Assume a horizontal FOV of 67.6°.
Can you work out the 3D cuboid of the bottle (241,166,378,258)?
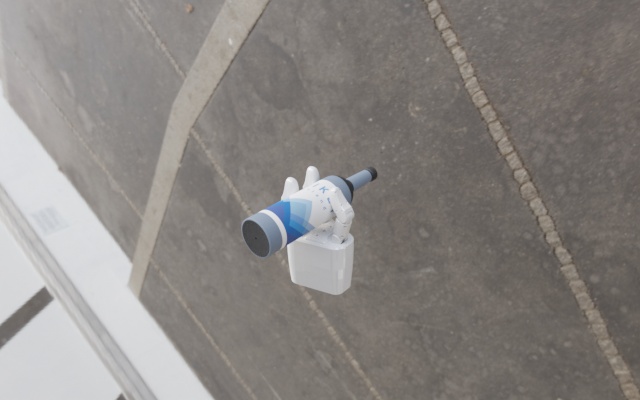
[{"bbox_3d":[0.000,0.003,0.813,0.069,0.069,0.295,0,22,46],"label":"bottle"}]
